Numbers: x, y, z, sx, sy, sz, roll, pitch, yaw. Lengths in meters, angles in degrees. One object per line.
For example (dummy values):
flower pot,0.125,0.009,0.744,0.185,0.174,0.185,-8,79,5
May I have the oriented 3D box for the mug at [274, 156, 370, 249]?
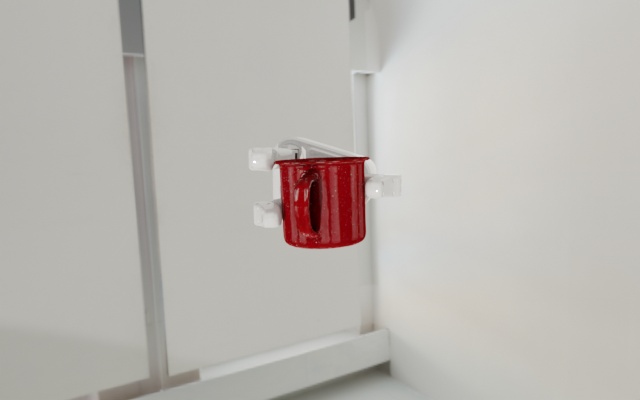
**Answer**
mug,0.000,0.002,0.454,0.093,0.081,0.117,-1,7,13
